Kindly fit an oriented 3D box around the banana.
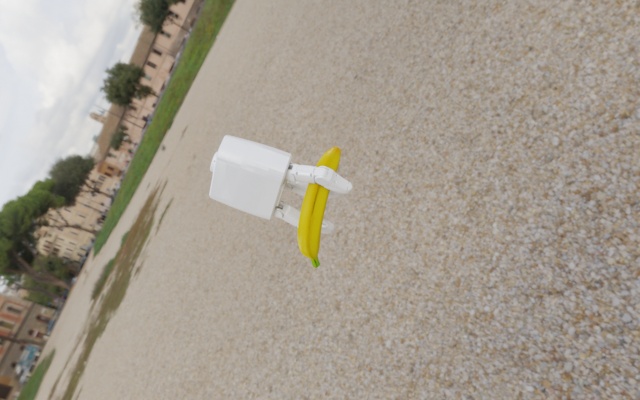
[{"bbox_3d":[-0.004,0.002,0.740,0.037,0.197,0.070,11,-8,13],"label":"banana"}]
